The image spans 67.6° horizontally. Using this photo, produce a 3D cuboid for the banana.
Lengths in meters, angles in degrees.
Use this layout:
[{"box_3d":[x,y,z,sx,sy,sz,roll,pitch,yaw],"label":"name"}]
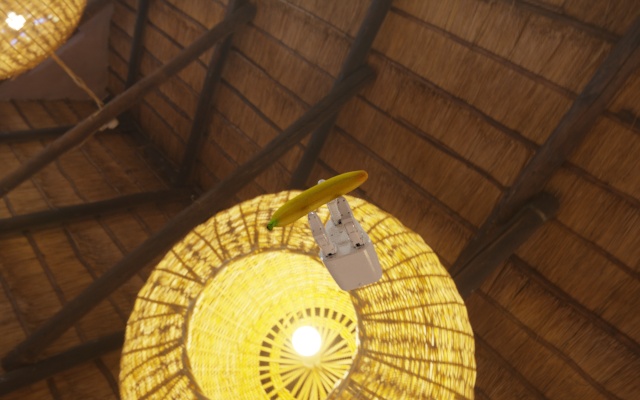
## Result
[{"box_3d":[-0.009,0.000,0.834,0.198,0.037,0.069,-31,21,-12],"label":"banana"}]
